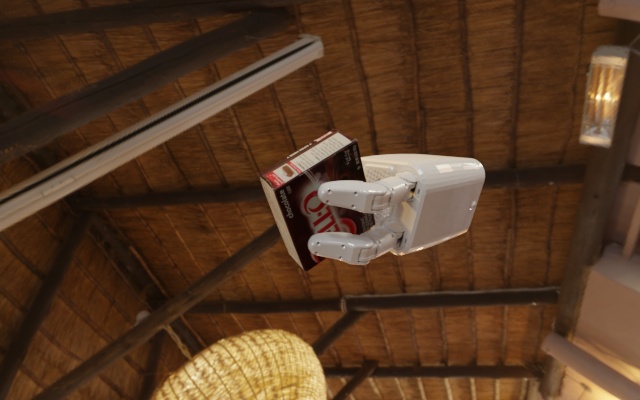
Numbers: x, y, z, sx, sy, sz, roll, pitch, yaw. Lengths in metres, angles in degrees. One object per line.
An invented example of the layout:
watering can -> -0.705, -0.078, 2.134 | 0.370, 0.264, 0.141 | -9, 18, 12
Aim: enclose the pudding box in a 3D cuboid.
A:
pudding box -> 0.000, 0.001, 0.454 | 0.090, 0.114, 0.039 | -33, 41, -18
